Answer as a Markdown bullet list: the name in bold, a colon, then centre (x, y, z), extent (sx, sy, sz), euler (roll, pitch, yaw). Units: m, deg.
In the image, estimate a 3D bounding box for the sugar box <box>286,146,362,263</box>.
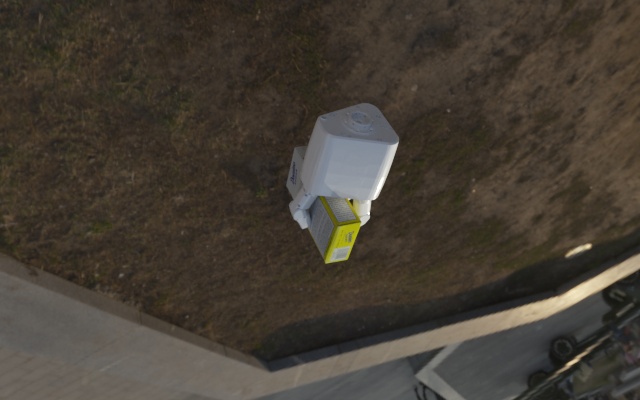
- **sugar box**: centre (0.001, 0.002, 0.756), extent (0.048, 0.176, 0.093), euler (-7, -41, -23)
